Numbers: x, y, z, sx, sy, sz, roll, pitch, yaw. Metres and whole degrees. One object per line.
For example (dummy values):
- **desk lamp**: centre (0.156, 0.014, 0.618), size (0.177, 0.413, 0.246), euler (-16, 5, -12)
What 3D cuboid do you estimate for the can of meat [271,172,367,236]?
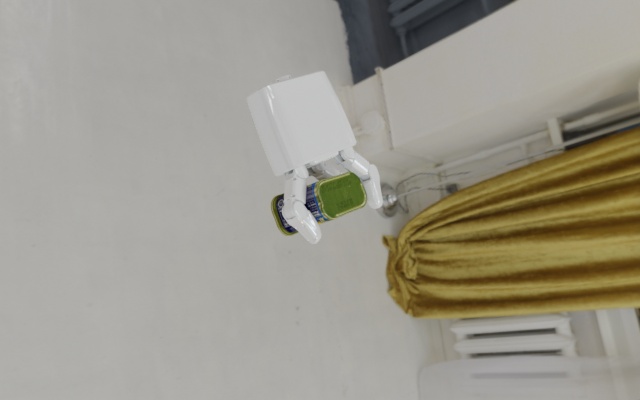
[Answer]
- **can of meat**: centre (0.000, 0.002, 0.633), size (0.084, 0.057, 0.102), euler (-20, 0, 41)
